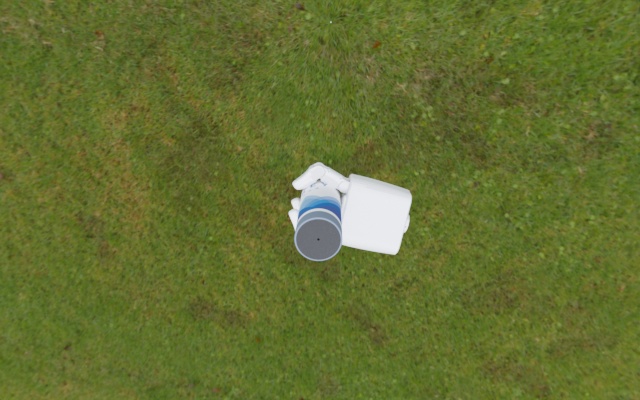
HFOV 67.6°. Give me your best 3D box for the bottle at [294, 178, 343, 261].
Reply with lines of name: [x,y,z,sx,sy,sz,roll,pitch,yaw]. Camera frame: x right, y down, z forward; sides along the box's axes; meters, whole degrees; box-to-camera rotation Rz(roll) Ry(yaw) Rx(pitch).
bottle: [0.000,0.003,0.793,0.069,0.069,0.295,0,20,1]
